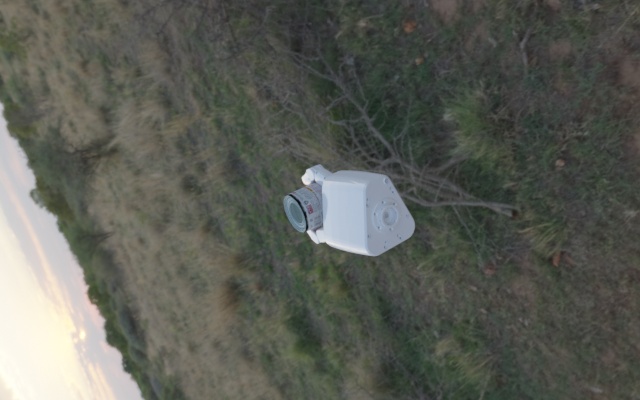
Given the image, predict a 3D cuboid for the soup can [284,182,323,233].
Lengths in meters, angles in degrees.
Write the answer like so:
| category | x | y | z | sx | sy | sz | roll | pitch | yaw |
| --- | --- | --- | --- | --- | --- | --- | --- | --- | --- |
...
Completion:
| category | x | y | z | sx | sy | sz | roll | pitch | yaw |
| --- | --- | --- | --- | --- | --- | --- | --- | --- | --- |
| soup can | 0.000 | 0.003 | 0.779 | 0.102 | 0.068 | 0.068 | -25 | 12 | -26 |
